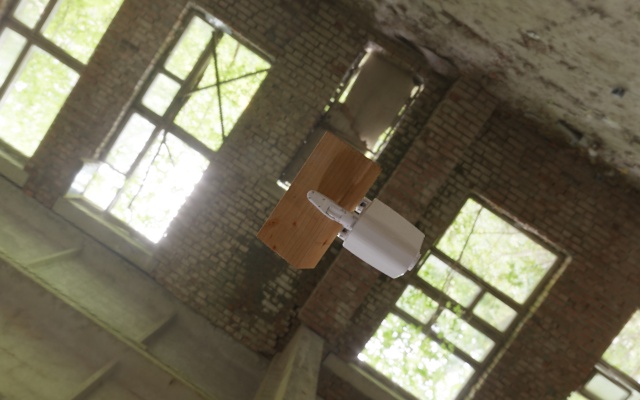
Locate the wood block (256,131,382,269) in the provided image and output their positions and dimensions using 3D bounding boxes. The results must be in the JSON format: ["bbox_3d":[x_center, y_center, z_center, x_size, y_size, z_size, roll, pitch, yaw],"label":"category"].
[{"bbox_3d":[0.000,0.003,0.786,0.090,0.206,0.091,36,5,20],"label":"wood block"}]
